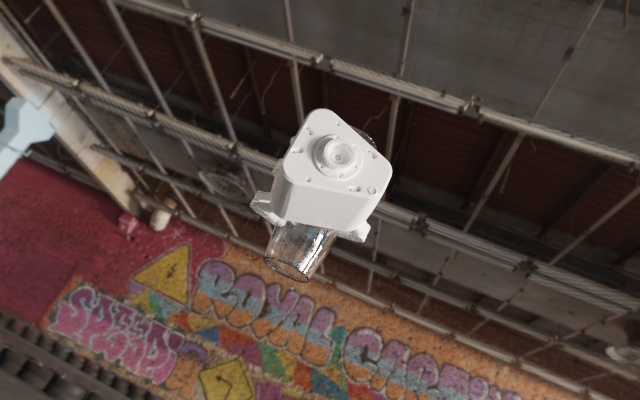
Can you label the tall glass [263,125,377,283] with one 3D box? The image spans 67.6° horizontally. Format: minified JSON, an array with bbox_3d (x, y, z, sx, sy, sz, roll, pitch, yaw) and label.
[{"bbox_3d":[0.000,0.002,0.610,0.079,0.201,0.079,23,-22,10],"label":"tall glass"}]
